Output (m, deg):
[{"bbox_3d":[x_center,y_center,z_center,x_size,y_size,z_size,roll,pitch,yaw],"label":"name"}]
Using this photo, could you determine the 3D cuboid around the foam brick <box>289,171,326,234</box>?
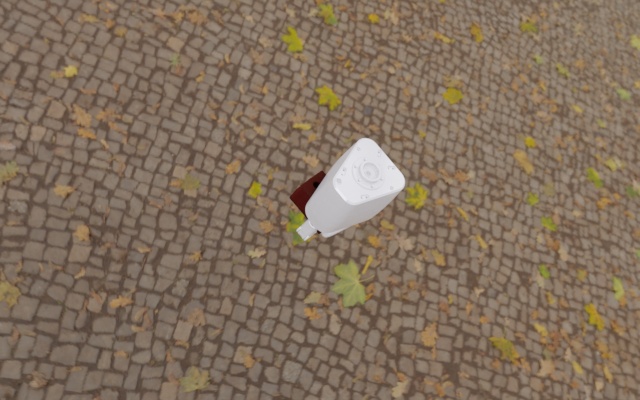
[{"bbox_3d":[0.000,0.002,0.758,0.053,0.078,0.051,-37,-6,-32],"label":"foam brick"}]
